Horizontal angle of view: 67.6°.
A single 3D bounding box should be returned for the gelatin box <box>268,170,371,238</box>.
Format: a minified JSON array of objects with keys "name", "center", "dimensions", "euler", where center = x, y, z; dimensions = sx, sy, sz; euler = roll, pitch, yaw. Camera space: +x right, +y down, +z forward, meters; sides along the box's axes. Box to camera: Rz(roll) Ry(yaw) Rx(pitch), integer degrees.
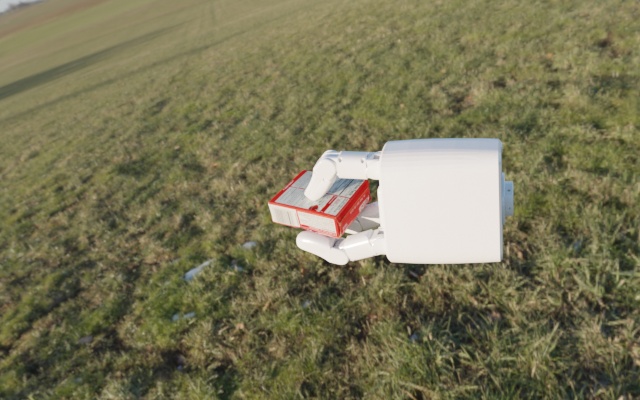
[{"name":"gelatin box","center":[0.000,0.001,0.523],"dimensions":[0.089,0.030,0.073],"euler":[12,39,29]}]
